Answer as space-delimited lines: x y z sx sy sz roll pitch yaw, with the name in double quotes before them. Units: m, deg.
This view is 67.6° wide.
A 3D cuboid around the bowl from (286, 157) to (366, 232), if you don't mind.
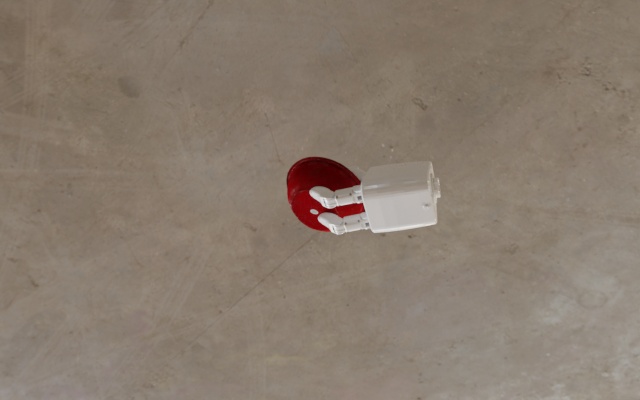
"bowl" -0.001 0.003 0.860 0.162 0.162 0.055 0 37 30
